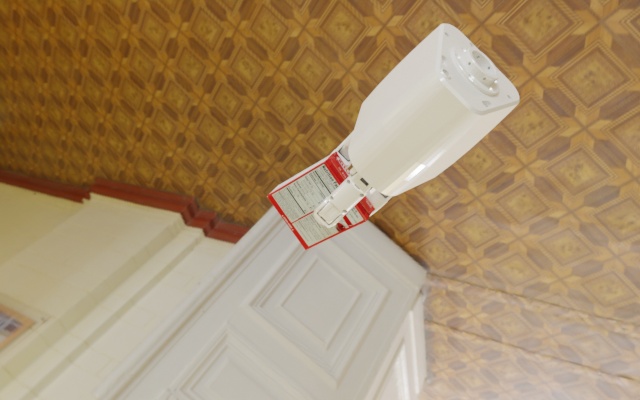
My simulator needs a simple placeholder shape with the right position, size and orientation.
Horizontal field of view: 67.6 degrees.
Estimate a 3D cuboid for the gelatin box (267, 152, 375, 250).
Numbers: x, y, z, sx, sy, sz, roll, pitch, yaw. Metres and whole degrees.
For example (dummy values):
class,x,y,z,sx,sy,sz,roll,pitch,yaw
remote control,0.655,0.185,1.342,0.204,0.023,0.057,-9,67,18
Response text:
class,x,y,z,sx,sy,sz,roll,pitch,yaw
gelatin box,0.000,0.002,0.493,0.089,0.073,0.030,-29,12,34
